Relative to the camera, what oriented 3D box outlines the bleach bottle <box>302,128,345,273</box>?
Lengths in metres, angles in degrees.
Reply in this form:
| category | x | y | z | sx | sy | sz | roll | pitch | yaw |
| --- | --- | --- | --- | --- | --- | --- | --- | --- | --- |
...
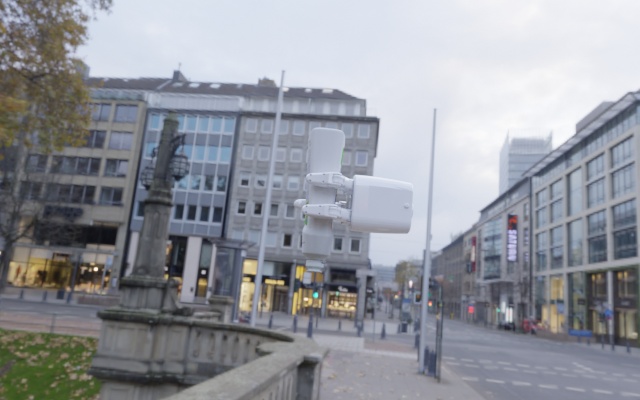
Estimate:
| category | x | y | z | sx | sy | sz | roll | pitch | yaw |
| --- | --- | --- | --- | --- | --- | --- | --- | --- | --- |
| bleach bottle | 0.000 | 0.003 | 0.861 | 0.068 | 0.250 | 0.102 | 6 | -11 | -2 |
